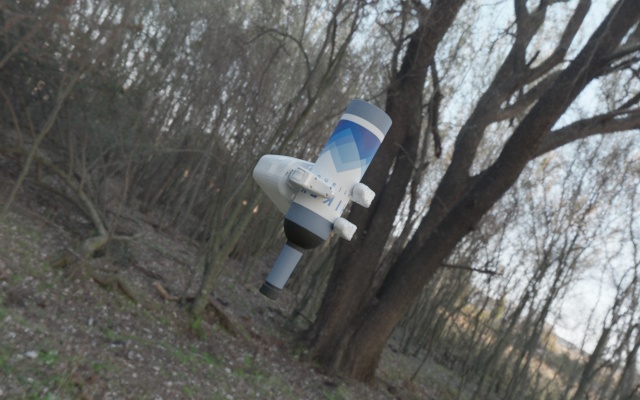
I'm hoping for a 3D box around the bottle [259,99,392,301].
[{"bbox_3d":[0.000,0.002,0.663,0.069,0.295,0.069,29,-6,3],"label":"bottle"}]
